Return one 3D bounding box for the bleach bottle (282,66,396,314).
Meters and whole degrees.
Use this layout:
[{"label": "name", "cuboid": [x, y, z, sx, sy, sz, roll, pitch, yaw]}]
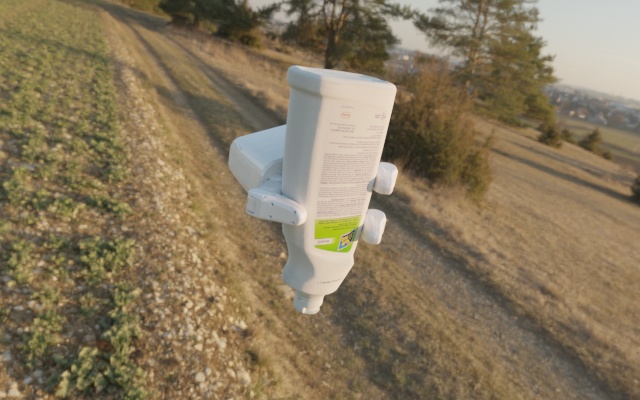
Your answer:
[{"label": "bleach bottle", "cuboid": [0.000, 0.002, 0.477, 0.102, 0.251, 0.068, -2, 24, -31]}]
